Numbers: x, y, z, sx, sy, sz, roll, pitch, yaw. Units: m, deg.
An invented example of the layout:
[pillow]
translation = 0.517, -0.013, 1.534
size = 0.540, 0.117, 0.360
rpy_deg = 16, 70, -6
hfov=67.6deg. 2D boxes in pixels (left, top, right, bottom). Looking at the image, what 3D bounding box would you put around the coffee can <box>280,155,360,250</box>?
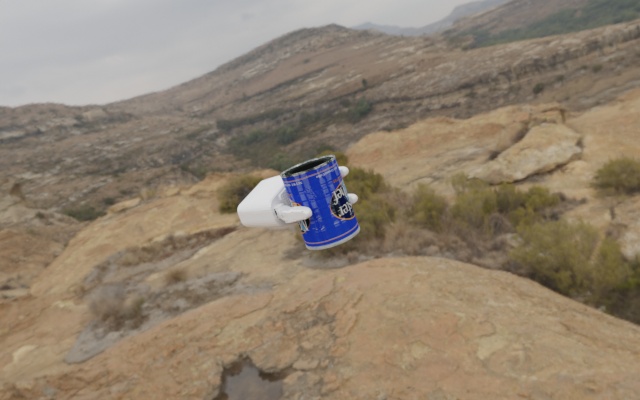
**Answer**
[coffee can]
translation = 0.000, 0.003, 0.843
size = 0.103, 0.140, 0.102
rpy_deg = -18, 13, 4
